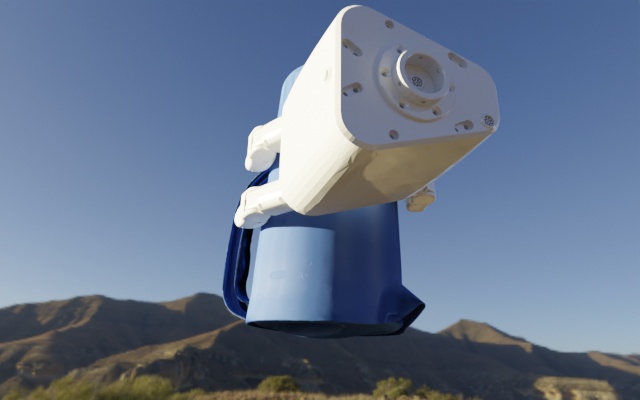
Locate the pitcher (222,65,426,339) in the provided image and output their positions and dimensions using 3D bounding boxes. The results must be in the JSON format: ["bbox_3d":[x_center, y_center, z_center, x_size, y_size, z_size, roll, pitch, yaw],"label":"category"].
[{"bbox_3d":[0.000,0.001,0.440,0.149,0.242,0.145,9,-21,-16],"label":"pitcher"}]
